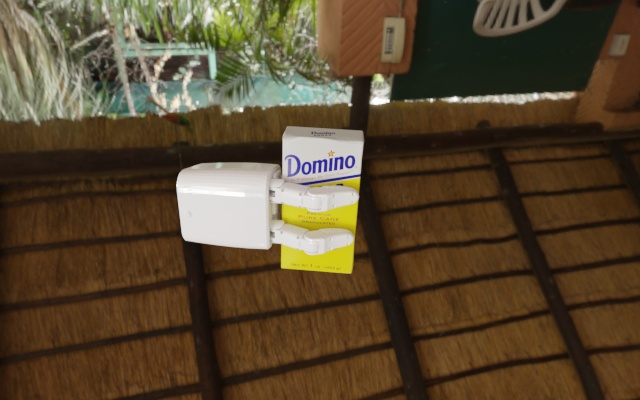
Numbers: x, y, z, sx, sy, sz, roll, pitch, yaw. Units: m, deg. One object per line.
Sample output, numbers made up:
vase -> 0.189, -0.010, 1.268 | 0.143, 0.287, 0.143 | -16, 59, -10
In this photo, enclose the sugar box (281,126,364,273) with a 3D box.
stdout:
sugar box -> 0.000, 0.002, 0.580 | 0.093, 0.176, 0.048 | 3, 28, 2
